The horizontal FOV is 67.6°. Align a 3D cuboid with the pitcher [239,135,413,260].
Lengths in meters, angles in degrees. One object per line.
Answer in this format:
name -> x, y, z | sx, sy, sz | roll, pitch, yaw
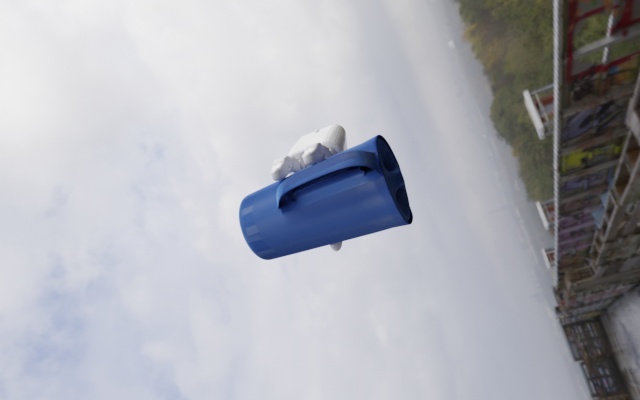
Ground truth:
pitcher -> 0.000, 0.002, 0.700 | 0.243, 0.149, 0.145 | -20, 21, 20
